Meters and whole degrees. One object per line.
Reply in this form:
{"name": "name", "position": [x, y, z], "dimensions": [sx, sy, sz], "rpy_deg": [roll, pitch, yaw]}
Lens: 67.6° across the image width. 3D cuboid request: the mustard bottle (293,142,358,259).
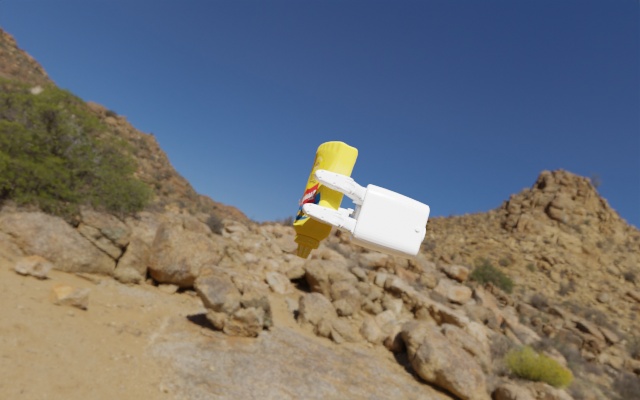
{"name": "mustard bottle", "position": [0.000, 0.002, 0.783], "dimensions": [0.058, 0.191, 0.096], "rpy_deg": [23, -11, -23]}
